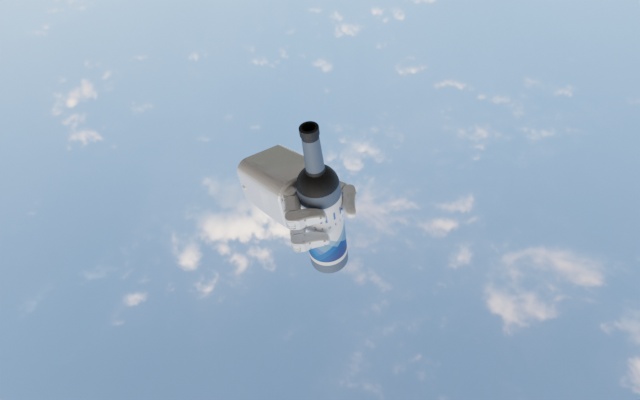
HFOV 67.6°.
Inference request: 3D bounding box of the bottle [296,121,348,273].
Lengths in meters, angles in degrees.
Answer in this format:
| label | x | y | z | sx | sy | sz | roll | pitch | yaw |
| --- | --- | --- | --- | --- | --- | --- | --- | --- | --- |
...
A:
| label | x | y | z | sx | sy | sz | roll | pitch | yaw |
| --- | --- | --- | --- | --- | --- | --- | --- | --- | --- |
| bottle | 0.000 | 0.003 | 0.738 | 0.069 | 0.069 | 0.296 | 0 | -43 | 8 |
